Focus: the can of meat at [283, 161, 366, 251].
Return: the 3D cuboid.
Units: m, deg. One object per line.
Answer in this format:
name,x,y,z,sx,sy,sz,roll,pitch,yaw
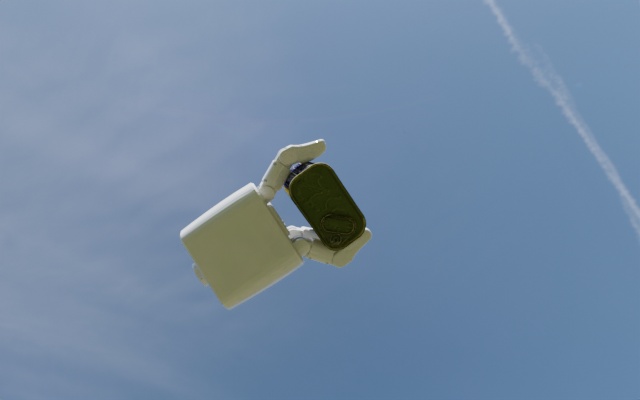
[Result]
can of meat,0.000,0.002,0.576,0.057,0.102,0.084,-36,15,-5
